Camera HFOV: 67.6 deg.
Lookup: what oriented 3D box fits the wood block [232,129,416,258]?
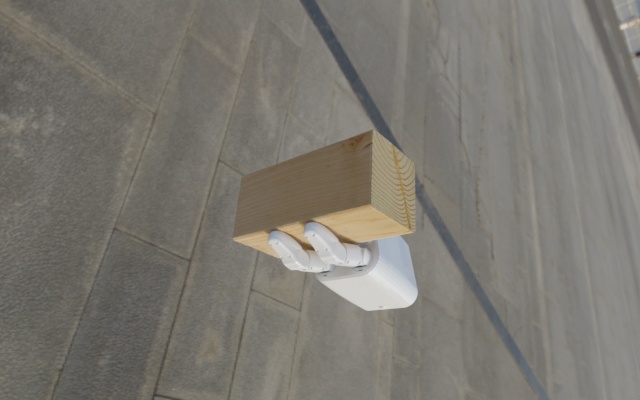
[{"bbox_3d":[0.000,0.002,0.571,0.206,0.090,0.090,-15,-31,37],"label":"wood block"}]
